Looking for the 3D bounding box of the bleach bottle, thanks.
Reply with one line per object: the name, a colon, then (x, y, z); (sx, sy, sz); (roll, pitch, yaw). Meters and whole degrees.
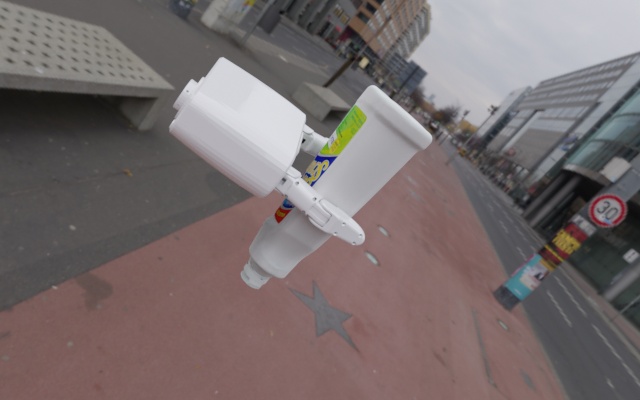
bleach bottle: (0.000, 0.002, 0.500); (0.068, 0.251, 0.102); (35, 16, -19)
